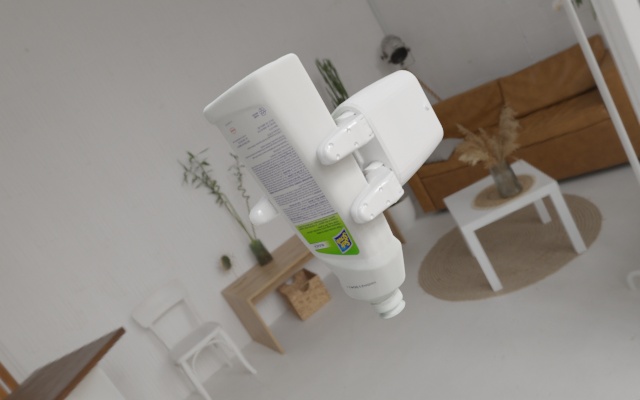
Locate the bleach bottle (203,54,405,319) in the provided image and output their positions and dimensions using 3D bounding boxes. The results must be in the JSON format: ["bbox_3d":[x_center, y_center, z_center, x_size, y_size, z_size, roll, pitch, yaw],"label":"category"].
[{"bbox_3d":[0.000,0.001,0.439,0.102,0.251,0.068,-17,18,48],"label":"bleach bottle"}]
